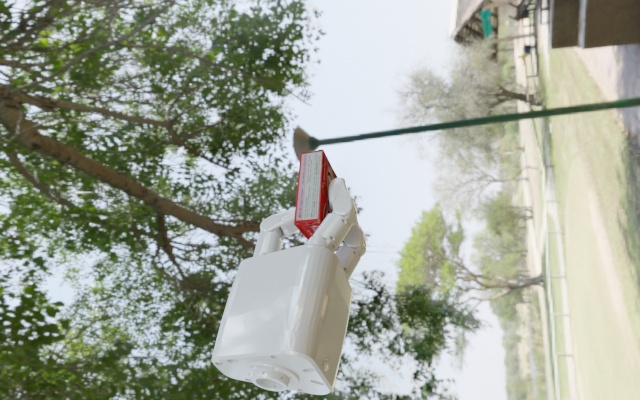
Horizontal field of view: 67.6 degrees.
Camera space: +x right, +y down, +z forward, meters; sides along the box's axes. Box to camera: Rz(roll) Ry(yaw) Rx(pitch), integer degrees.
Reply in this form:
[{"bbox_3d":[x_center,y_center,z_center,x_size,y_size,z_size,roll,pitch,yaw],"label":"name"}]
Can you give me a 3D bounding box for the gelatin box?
[{"bbox_3d":[0.000,0.001,0.520,0.030,0.089,0.073,-7,-30,17],"label":"gelatin box"}]
